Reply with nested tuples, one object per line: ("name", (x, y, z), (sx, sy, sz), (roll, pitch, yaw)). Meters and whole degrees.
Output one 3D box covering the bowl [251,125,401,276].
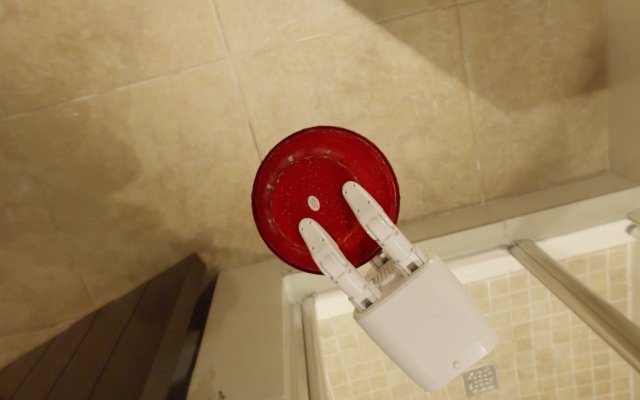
("bowl", (-0.001, 0.001, 0.487), (0.162, 0.162, 0.055), (0, 2, 9))
